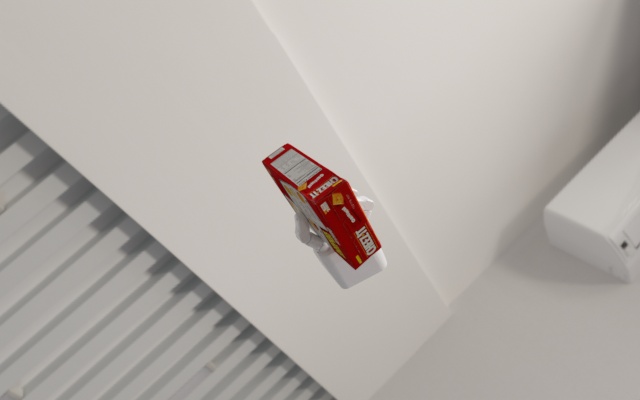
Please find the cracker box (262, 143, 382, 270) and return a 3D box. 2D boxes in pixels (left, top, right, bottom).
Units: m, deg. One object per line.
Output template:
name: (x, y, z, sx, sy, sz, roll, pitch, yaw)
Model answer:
cracker box: (0.000, 0.003, 0.844, 0.072, 0.164, 0.213, -39, 36, -10)
